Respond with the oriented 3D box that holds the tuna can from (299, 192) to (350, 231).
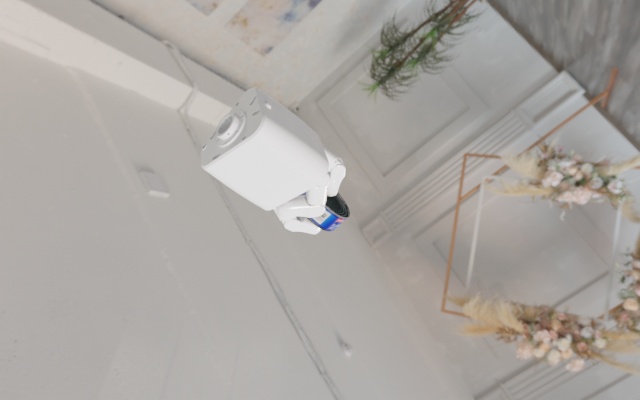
[{"bbox_3d":[0.000,0.003,0.679,0.034,0.086,0.086,-44,-17,19],"label":"tuna can"}]
